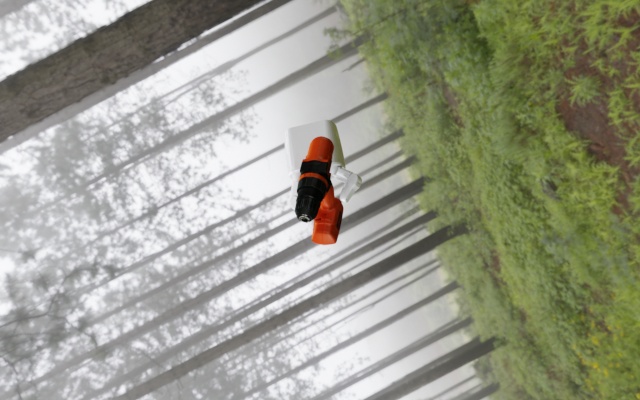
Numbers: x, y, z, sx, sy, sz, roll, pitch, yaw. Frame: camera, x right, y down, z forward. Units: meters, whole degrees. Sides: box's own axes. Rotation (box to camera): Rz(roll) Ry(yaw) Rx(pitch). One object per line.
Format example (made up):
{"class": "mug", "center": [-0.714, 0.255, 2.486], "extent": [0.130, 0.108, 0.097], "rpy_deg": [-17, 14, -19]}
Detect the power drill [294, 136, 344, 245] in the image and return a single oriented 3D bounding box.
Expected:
{"class": "power drill", "center": [0.000, 0.003, 0.894], "extent": [0.057, 0.184, 0.188], "rpy_deg": [5, -37, 13]}
